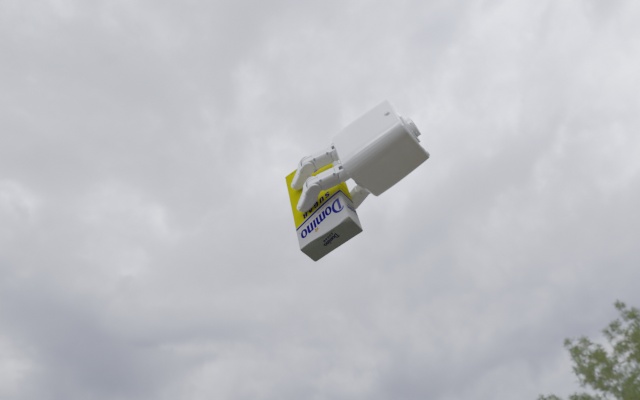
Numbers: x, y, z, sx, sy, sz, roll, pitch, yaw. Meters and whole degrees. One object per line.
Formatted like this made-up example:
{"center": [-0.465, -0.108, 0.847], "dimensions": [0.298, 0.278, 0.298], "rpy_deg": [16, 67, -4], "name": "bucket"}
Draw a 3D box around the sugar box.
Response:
{"center": [0.000, 0.002, 0.759], "dimensions": [0.093, 0.176, 0.048], "rpy_deg": [-35, -53, 16], "name": "sugar box"}
